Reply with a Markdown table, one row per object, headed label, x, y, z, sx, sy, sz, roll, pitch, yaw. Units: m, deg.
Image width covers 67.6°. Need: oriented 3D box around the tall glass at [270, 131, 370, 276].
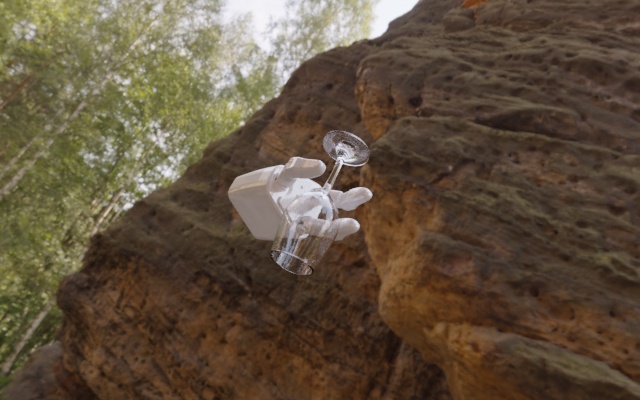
| label | x | y | z | sx | sy | sz | roll | pitch | yaw |
| --- | --- | --- | --- | --- | --- | --- | --- | --- | --- |
| tall glass | 0.000 | 0.002 | 0.656 | 0.079 | 0.201 | 0.079 | 19 | -30 | 11 |
